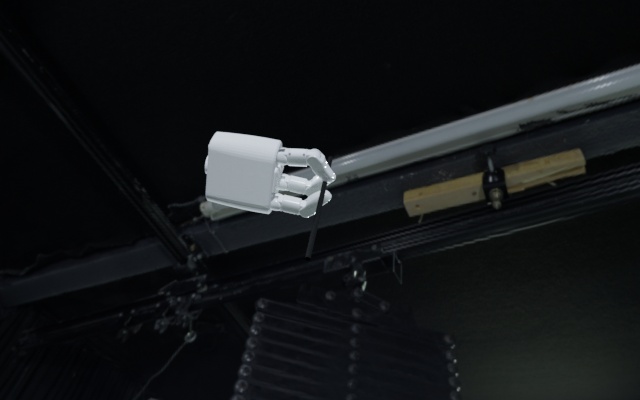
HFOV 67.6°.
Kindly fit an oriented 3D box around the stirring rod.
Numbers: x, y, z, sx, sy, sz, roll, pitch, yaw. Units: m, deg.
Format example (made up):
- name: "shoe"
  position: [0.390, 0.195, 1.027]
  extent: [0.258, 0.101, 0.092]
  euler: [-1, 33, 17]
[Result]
- name: "stirring rod"
  position: [0.000, 0.002, 0.714]
  extent: [0.011, 0.011, 0.239]
  euler: [0, 38, 10]
